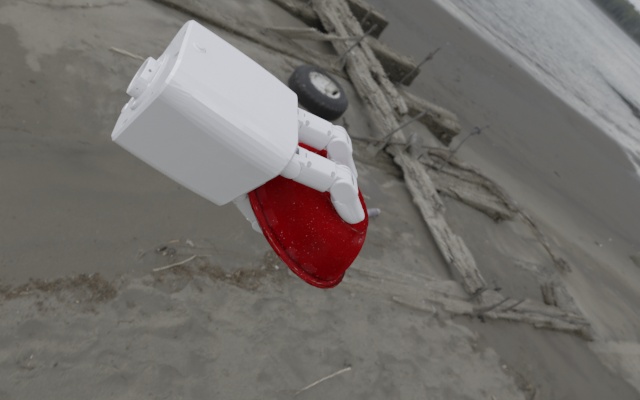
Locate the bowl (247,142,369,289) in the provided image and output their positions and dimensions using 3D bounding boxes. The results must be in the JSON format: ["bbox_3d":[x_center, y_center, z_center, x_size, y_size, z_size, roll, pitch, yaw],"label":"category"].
[{"bbox_3d":[0.001,0.002,0.470,0.055,0.162,0.162,-29,-12,23],"label":"bowl"}]
